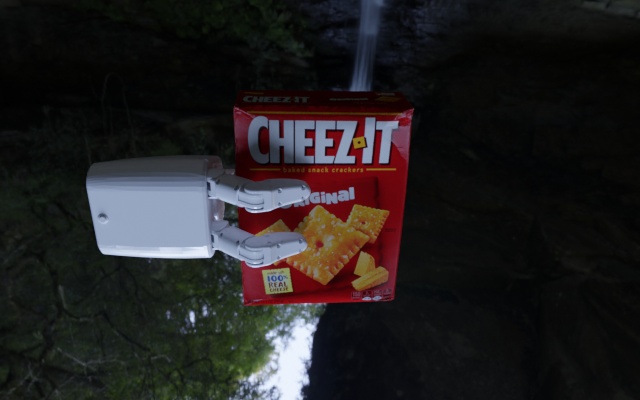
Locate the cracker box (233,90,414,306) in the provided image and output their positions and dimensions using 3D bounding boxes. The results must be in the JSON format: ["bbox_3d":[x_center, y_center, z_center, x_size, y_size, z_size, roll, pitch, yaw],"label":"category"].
[{"bbox_3d":[0.000,0.002,0.486,0.164,0.214,0.072,0,25,-4],"label":"cracker box"}]
